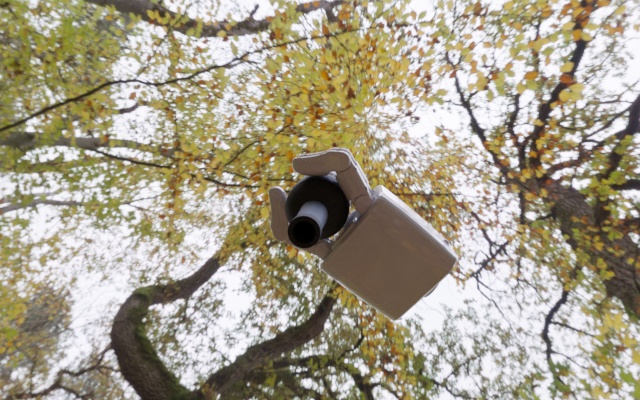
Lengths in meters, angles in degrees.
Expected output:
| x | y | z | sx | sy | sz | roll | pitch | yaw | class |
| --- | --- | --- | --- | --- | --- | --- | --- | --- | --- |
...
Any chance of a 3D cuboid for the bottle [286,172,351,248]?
| x | y | z | sx | sy | sz | roll | pitch | yaw | class |
| --- | --- | --- | --- | --- | --- | --- | --- | --- | --- |
| 0.000 | 0.002 | 0.532 | 0.069 | 0.069 | 0.295 | 0 | 10 | 5 | bottle |
